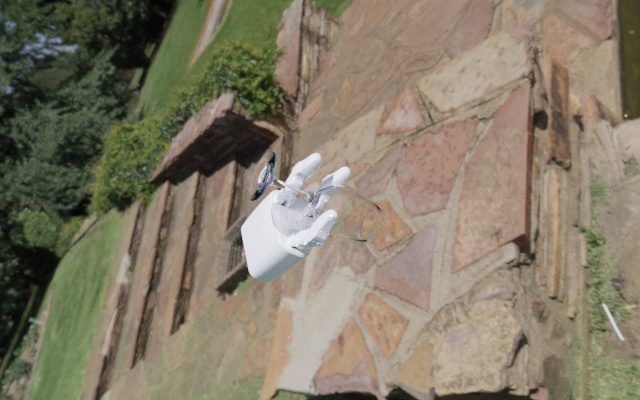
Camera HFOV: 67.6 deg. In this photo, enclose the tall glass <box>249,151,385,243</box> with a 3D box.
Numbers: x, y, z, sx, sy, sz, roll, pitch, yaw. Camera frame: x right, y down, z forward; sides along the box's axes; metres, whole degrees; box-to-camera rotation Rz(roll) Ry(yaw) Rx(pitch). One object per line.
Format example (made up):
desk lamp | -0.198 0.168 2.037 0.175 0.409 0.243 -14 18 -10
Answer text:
tall glass | 0.000 0.002 0.701 0.201 0.079 0.079 24 -11 -27
